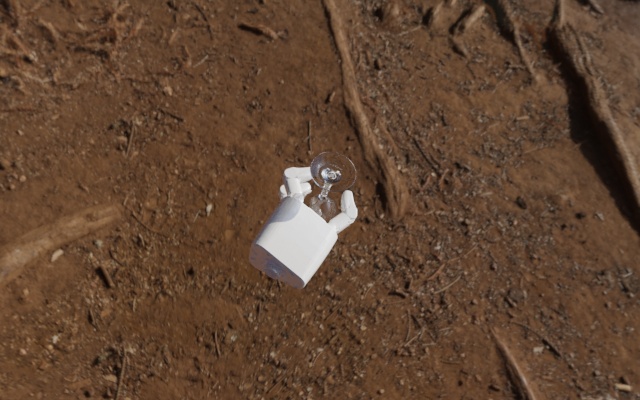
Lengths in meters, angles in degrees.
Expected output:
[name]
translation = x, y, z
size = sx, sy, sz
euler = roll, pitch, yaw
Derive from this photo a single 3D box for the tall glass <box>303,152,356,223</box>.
[tall glass]
translation = 0.000, 0.002, 0.830
size = 0.079, 0.079, 0.201
euler = 0, -29, -13
